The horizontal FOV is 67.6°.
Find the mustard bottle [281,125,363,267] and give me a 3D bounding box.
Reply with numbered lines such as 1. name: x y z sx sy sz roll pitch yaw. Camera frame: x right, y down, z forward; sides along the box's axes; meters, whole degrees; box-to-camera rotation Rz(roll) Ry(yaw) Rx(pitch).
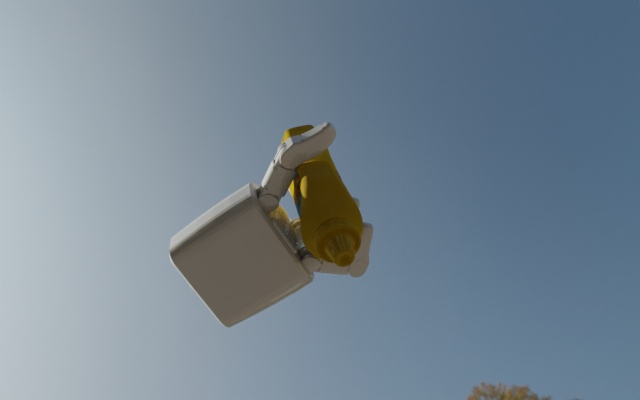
1. mustard bottle: 0.000 0.001 0.475 0.058 0.096 0.191 -12 31 -6
